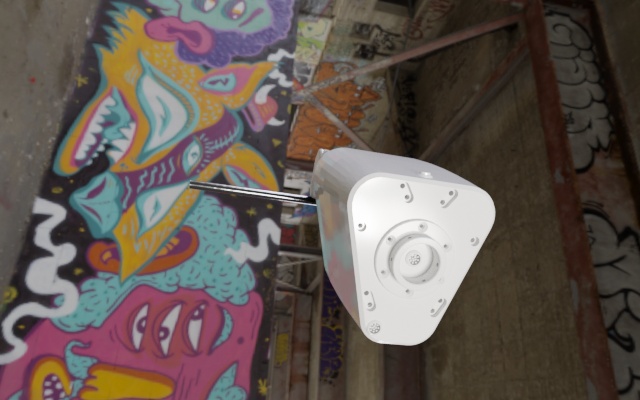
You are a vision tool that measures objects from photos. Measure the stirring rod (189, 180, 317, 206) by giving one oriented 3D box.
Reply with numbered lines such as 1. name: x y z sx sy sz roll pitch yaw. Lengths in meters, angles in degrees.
1. stirring rod: 0.000 0.002 0.451 0.239 0.011 0.011 8 -2 -11
